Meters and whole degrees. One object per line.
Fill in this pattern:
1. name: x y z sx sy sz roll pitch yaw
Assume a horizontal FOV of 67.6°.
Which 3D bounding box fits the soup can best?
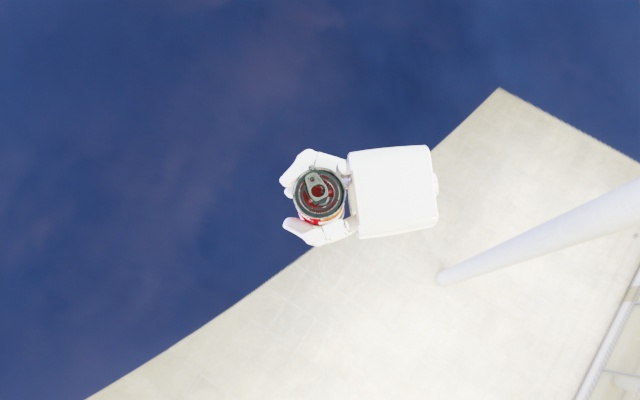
1. soup can: 0.000 0.002 0.649 0.068 0.068 0.102 0 -14 2
